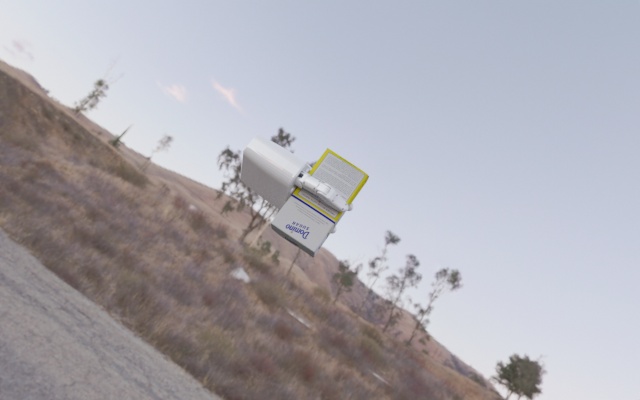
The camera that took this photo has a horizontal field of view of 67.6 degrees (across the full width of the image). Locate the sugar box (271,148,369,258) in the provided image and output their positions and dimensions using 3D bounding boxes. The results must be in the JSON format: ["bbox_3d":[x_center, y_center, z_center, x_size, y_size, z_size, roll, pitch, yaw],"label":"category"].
[{"bbox_3d":[0.000,0.003,0.841,0.093,0.176,0.048,34,-17,9],"label":"sugar box"}]
